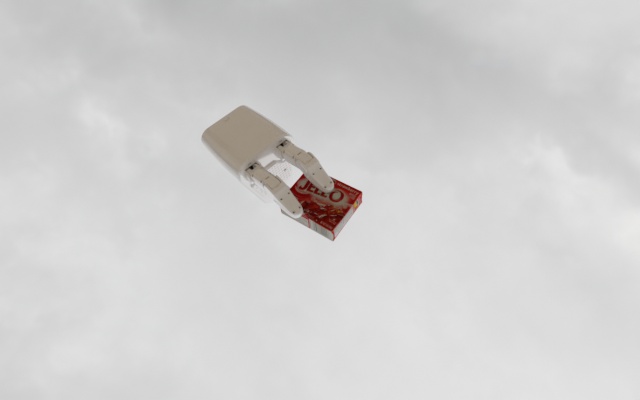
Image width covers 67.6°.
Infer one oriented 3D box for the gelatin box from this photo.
[{"bbox_3d":[0.000,0.002,0.636,0.089,0.073,0.030,28,-28,22],"label":"gelatin box"}]
